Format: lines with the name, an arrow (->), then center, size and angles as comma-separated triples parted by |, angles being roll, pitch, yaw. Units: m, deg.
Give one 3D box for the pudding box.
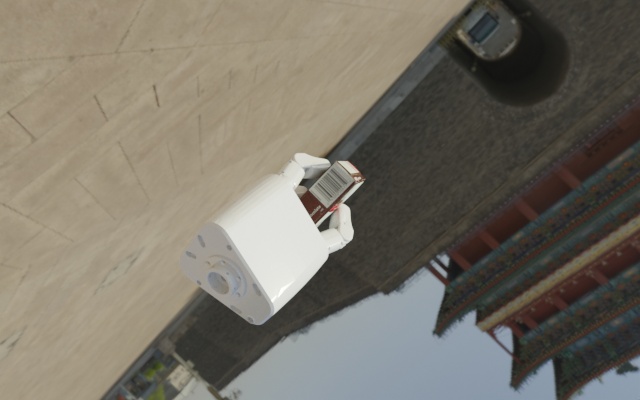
pudding box -> 0.000, 0.002, 0.587 | 0.113, 0.039, 0.090 | -44, -4, 12
